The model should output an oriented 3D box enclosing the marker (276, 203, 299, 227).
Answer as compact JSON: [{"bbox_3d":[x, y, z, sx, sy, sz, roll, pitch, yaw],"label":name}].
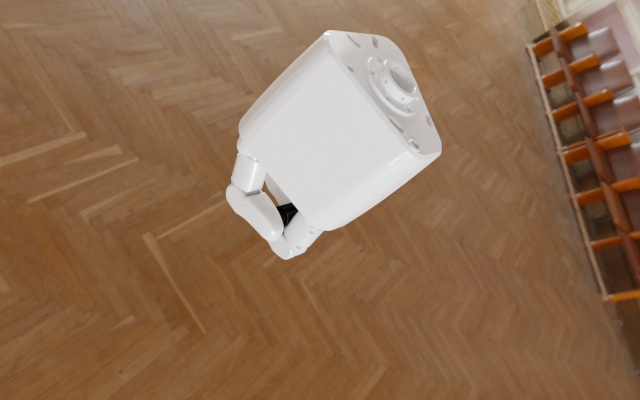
[{"bbox_3d":[0.000,0.001,0.444,0.020,0.020,0.121,0,13,40],"label":"marker"}]
